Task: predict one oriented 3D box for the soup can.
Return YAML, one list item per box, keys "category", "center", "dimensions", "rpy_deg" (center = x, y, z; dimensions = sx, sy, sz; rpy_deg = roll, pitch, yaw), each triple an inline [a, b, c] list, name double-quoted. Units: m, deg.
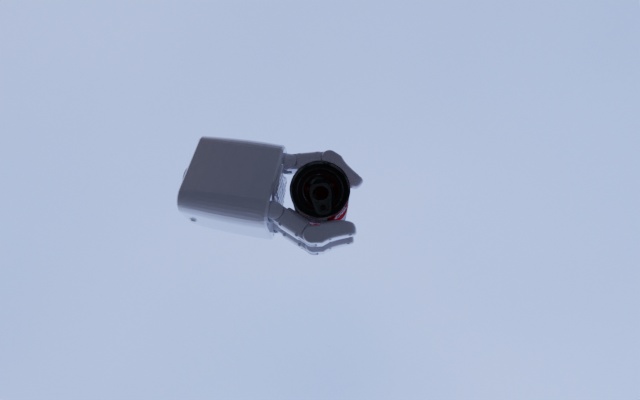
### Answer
- category: "soup can"
  center: [0.001, 0.002, 0.576]
  dimensions: [0.068, 0.068, 0.102]
  rpy_deg: [0, -17, 1]
